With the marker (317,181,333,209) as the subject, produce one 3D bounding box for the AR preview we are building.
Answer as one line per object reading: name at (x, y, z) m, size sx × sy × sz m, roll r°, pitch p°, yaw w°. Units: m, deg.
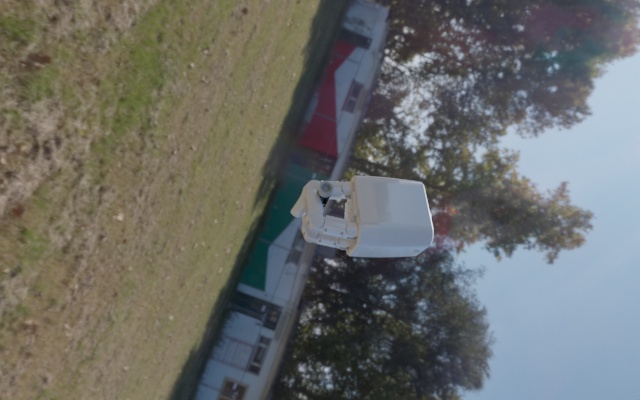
marker at (0.000, 0.002, 0.692) m, size 0.020 × 0.020 × 0.121 m, roll 0°, pitch -19°, yaw -8°
